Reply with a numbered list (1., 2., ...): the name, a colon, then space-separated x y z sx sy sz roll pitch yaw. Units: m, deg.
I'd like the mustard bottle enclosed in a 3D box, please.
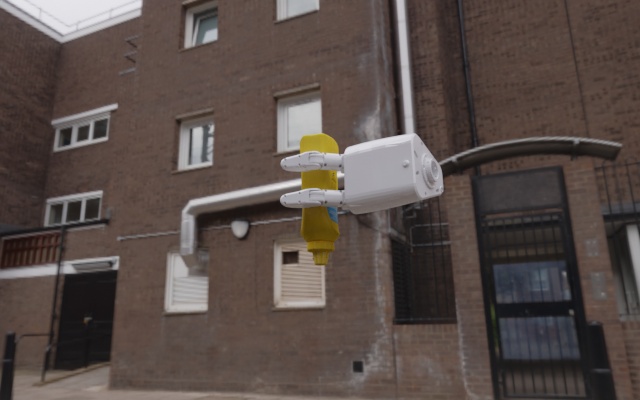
1. mustard bottle: 0.000 0.002 0.727 0.058 0.191 0.096 -4 -15 10
